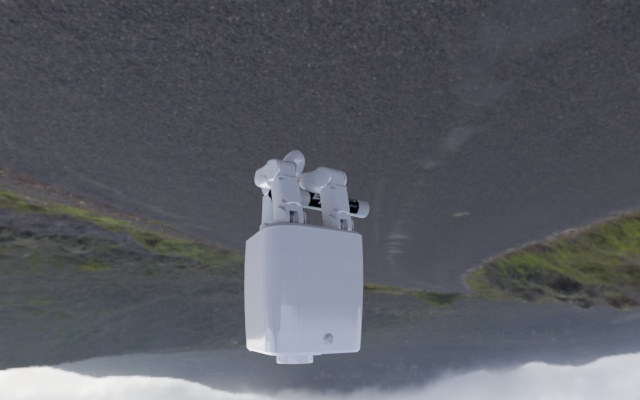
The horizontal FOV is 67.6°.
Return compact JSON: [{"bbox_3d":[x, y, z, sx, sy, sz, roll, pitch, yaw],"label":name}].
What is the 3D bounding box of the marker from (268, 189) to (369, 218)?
[{"bbox_3d":[0.000,0.002,0.497,0.121,0.020,0.020,10,-6,-35],"label":"marker"}]
